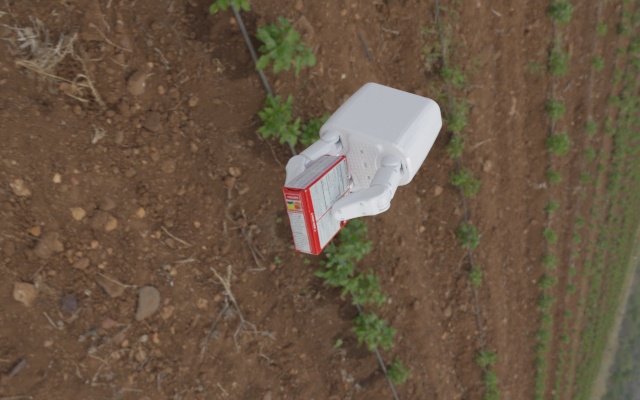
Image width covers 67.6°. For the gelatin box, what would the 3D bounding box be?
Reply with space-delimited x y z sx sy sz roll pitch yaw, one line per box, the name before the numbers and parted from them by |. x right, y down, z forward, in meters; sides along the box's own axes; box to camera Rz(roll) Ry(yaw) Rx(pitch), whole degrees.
gelatin box | 0.000 0.002 0.496 0.030 0.073 0.089 6 30 29
